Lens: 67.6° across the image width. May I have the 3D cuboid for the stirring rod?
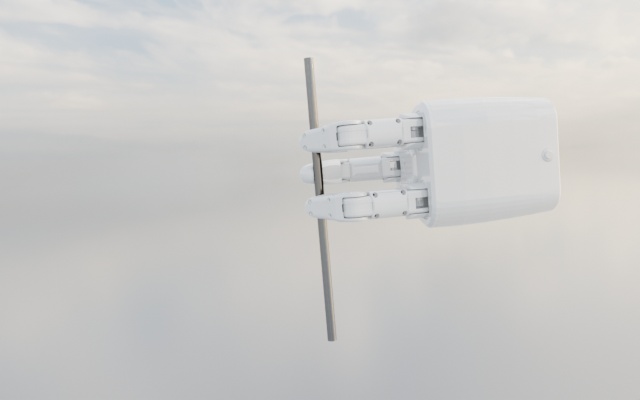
[{"bbox_3d":[0.000,0.001,0.406,0.011,0.239,0.011,-5,4,0],"label":"stirring rod"}]
